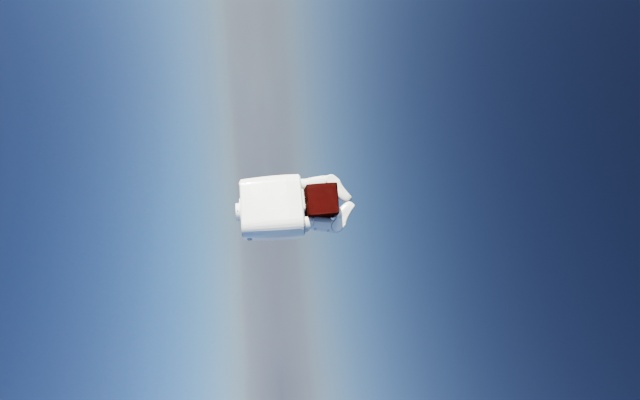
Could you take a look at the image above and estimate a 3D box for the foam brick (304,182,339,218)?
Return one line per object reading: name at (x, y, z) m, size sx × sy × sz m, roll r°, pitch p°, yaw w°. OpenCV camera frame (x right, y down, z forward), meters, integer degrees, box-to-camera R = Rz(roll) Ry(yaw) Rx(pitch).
foam brick at (0.000, 0.003, 0.812) m, size 0.051 × 0.053 × 0.078 m, roll -3°, pitch -9°, yaw -7°
